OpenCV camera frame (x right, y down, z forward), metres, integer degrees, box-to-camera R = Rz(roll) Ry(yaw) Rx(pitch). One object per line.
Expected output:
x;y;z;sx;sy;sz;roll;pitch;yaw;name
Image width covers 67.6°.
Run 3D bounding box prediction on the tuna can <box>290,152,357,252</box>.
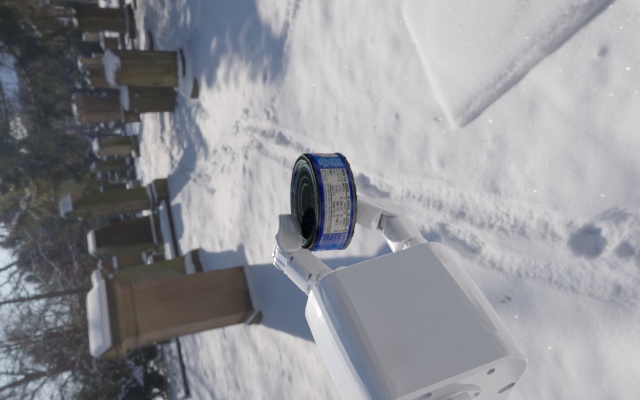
-0.001;0.001;0.412;0.034;0.086;0.086;-2;1;-19;tuna can
